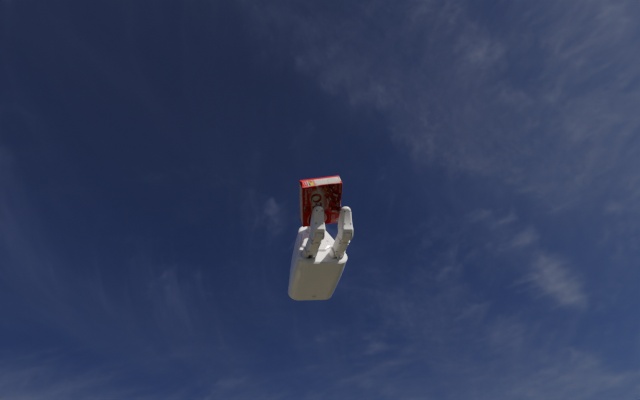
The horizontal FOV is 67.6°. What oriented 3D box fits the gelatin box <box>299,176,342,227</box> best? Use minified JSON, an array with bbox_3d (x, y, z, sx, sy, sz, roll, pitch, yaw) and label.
[{"bbox_3d":[0.000,0.002,0.862,0.073,0.089,0.030,-7,35,-12],"label":"gelatin box"}]
